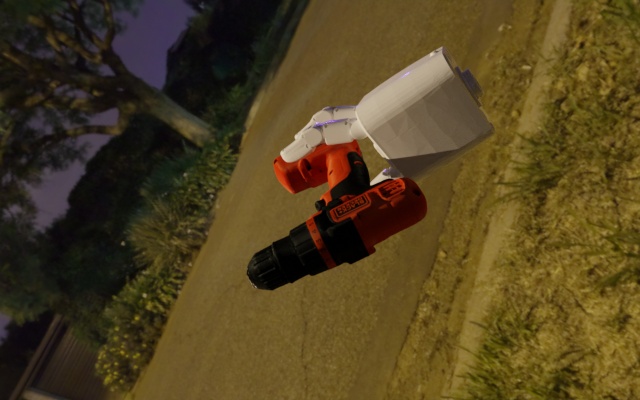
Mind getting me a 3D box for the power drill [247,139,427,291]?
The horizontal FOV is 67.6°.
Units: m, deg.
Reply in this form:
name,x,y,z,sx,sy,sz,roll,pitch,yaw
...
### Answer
name,x,y,z,sx,sy,sz,roll,pitch,yaw
power drill,0.000,0.001,0.513,0.184,0.057,0.187,-25,34,1
